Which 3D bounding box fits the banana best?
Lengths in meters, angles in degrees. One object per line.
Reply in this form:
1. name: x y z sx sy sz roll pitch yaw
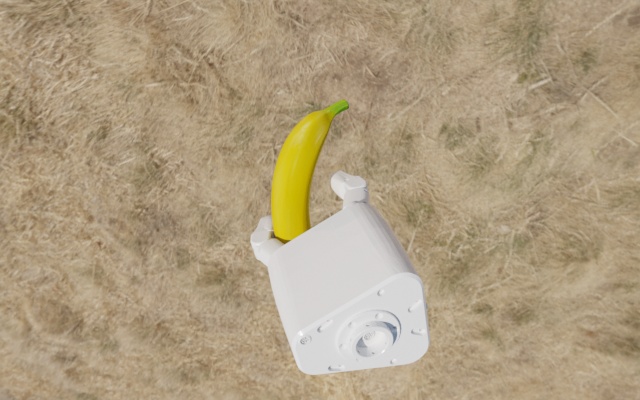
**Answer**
1. banana: -0.017 -0.002 0.474 0.069 0.198 0.037 1 23 -23
